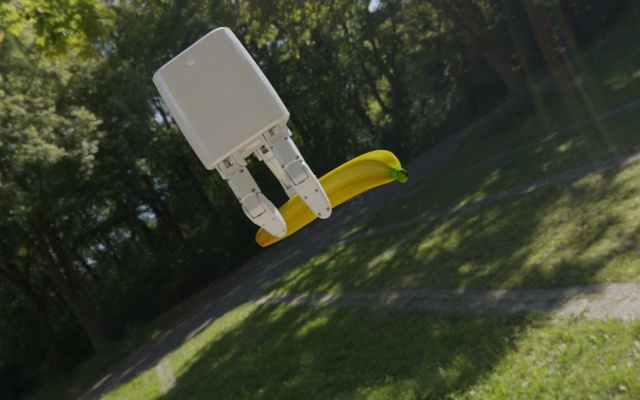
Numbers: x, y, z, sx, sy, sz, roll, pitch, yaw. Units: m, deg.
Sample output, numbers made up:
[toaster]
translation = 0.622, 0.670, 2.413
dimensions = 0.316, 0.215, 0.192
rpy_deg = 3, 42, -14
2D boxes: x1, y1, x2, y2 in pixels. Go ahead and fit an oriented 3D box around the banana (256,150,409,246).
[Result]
[banana]
translation = 0.010, -0.007, 0.509
dimensions = 0.198, 0.037, 0.069
rpy_deg = -28, 10, 33
